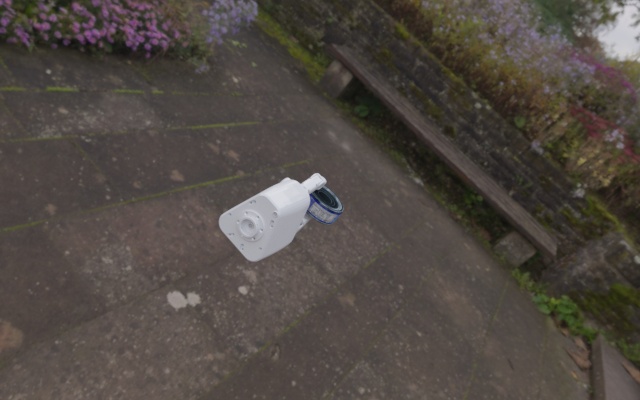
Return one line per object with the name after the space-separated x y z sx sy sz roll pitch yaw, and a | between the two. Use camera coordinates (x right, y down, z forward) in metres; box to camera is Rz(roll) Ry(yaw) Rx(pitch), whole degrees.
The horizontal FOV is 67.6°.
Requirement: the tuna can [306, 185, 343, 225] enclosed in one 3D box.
0.001 0.002 0.872 0.034 0.086 0.086 -48 -22 21 | tuna can
